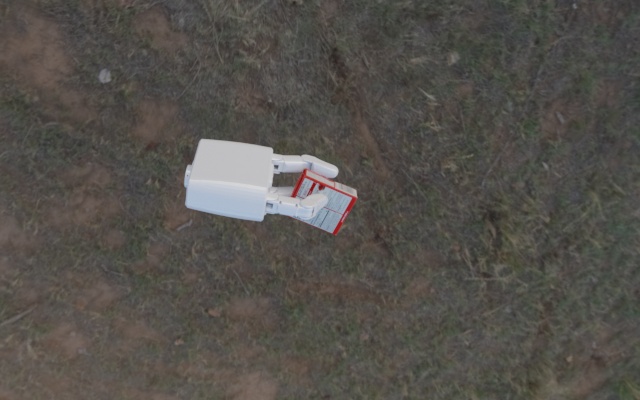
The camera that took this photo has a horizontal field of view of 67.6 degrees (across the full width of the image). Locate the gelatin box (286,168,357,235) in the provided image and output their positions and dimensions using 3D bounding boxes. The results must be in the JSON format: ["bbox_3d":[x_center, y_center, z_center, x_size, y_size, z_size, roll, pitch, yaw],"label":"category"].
[{"bbox_3d":[0.000,0.003,0.716,0.089,0.073,0.030,23,26,-10],"label":"gelatin box"}]
